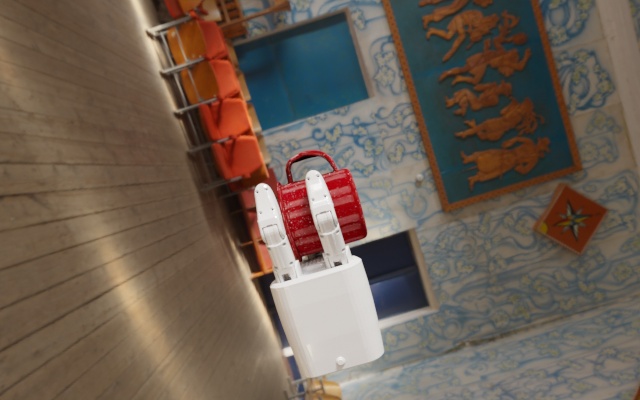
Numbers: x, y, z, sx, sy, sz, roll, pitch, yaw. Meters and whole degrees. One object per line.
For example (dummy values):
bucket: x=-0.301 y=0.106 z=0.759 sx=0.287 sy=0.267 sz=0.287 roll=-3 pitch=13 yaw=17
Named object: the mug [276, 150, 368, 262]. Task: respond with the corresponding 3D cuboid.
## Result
mug: x=0.000 y=0.000 z=0.529 sx=0.081 sy=0.117 sz=0.093 roll=-16 pitch=5 yaw=2
